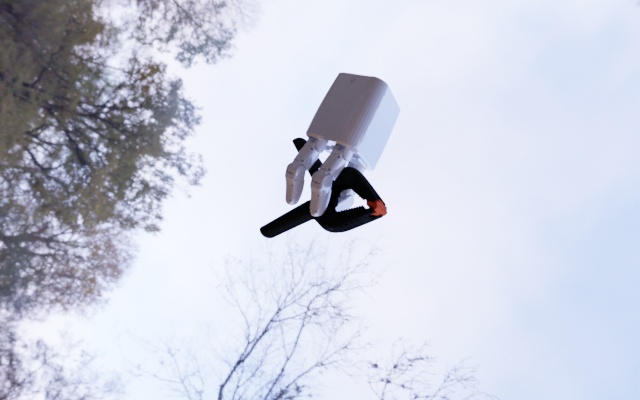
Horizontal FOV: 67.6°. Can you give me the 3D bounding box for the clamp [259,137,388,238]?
[{"bbox_3d":[0.001,0.002,0.683,0.210,0.164,0.036,22,-2,43],"label":"clamp"}]
